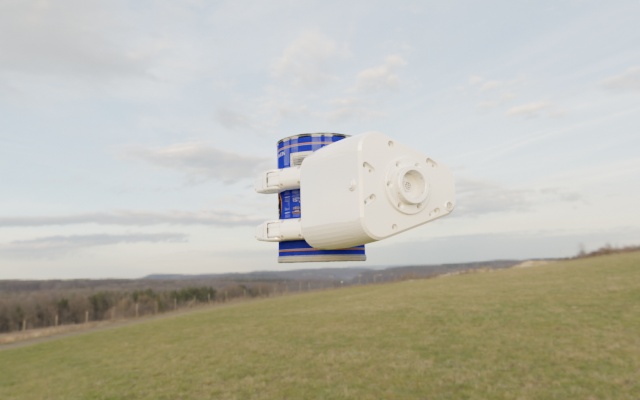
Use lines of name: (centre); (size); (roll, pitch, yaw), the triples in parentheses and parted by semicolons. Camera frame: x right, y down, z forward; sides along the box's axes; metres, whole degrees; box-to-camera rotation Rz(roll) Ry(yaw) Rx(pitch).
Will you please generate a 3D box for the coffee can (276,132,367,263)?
coffee can: (0.000, 0.002, 0.560); (0.103, 0.140, 0.103); (-1, -7, 0)
